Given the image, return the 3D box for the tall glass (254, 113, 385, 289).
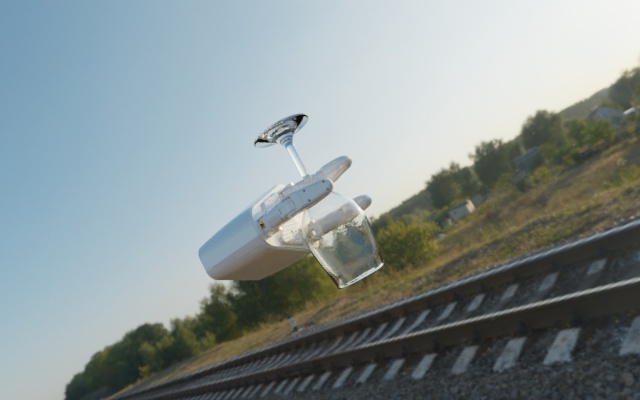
[{"bbox_3d":[0.000,0.001,0.564,0.079,0.201,0.079,-29,-8,-4],"label":"tall glass"}]
